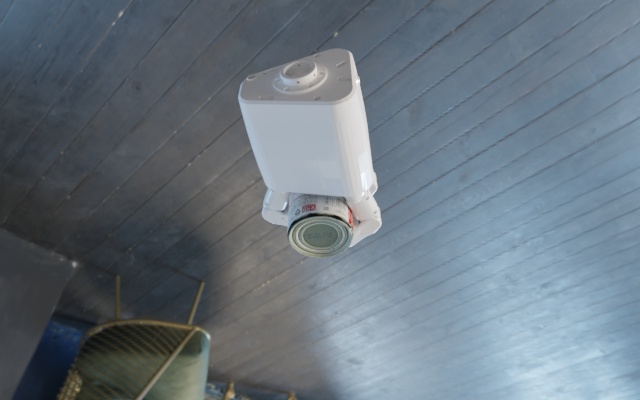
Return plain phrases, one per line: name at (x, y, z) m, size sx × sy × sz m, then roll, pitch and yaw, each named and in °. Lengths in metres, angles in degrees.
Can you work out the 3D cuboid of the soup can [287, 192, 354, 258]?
soup can at (0.000, 0.002, 0.510) m, size 0.068 × 0.102 × 0.069 m, roll 0°, pitch -45°, yaw 0°
